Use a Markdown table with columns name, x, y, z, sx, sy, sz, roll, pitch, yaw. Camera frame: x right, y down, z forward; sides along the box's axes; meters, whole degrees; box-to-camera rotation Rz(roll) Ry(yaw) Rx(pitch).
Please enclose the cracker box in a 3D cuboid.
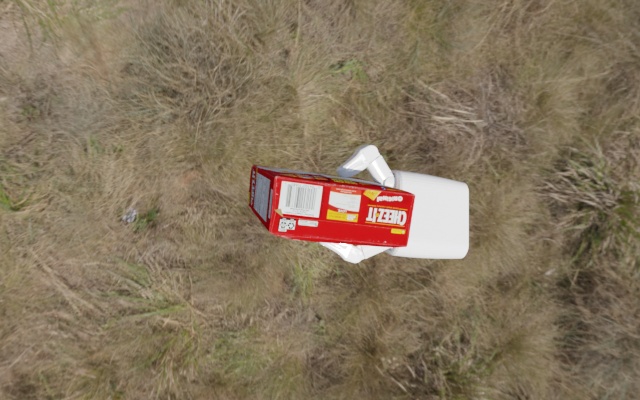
| name | x | y | z | sx | sy | sz | roll | pitch | yaw |
| --- | --- | --- | --- | --- | --- | --- | --- | --- | --- |
| cracker box | 0.000 | 0.002 | 0.619 | 0.164 | 0.072 | 0.213 | 6 | 5 | -15 |
